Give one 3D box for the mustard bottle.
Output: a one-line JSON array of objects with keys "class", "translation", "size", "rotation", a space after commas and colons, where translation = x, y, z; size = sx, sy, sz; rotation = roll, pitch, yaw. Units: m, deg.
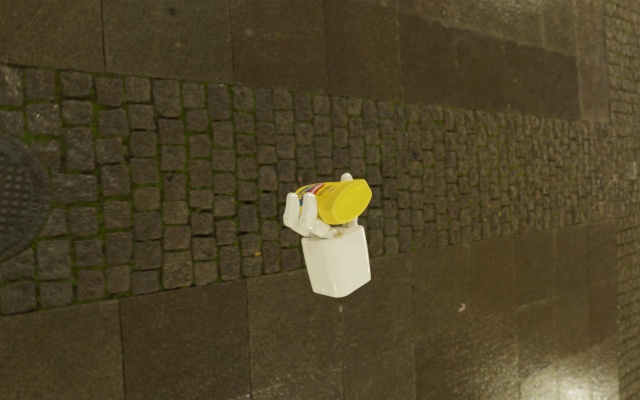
[{"class": "mustard bottle", "translation": [0.000, 0.003, 0.883], "size": [0.096, 0.058, 0.191], "rotation": [-42, 23, -29]}]
